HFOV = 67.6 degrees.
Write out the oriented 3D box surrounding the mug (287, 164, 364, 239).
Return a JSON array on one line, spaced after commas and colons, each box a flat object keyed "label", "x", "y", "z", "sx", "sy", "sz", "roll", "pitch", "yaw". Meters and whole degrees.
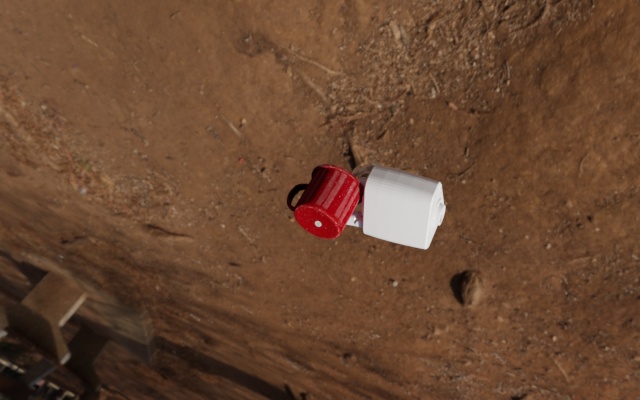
[{"label": "mug", "x": -0.001, "y": 0.002, "z": 0.743, "sx": 0.117, "sy": 0.081, "sz": 0.093, "roll": 14, "pitch": -36, "yaw": 25}]
